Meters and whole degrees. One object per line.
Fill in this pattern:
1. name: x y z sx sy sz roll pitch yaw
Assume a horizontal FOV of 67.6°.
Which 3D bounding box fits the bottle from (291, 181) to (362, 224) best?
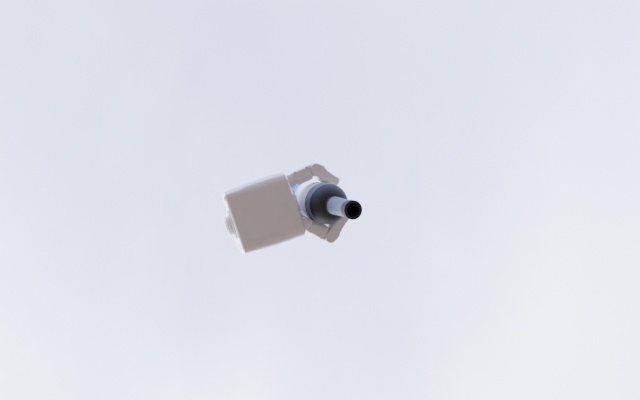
1. bottle: 0.000 0.003 0.803 0.069 0.069 0.295 0 4 -18
